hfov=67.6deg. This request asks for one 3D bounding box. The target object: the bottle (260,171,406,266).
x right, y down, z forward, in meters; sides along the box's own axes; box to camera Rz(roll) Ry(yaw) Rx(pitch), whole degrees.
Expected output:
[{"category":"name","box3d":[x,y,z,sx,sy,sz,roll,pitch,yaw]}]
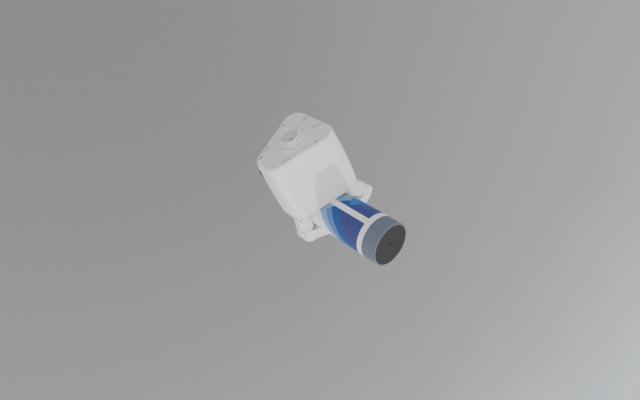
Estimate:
[{"category":"bottle","box3d":[0.000,0.003,0.752,0.069,0.069,0.295,0,24,-46]}]
